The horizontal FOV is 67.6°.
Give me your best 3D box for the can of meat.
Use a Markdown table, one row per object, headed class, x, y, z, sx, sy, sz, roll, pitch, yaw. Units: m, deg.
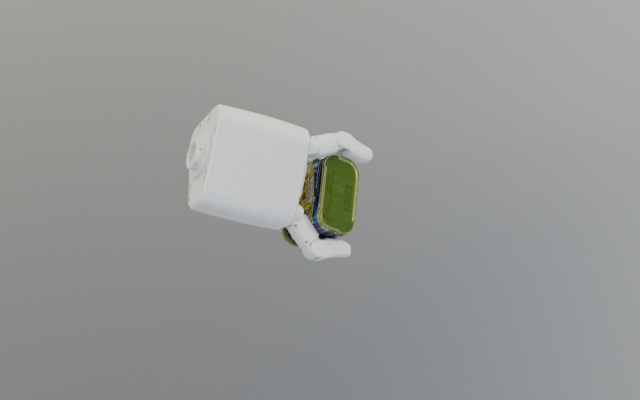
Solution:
| class | x | y | z | sx | sy | sz | roll | pitch | yaw |
| --- | --- | --- | --- | --- | --- | --- | --- | --- | --- |
| can of meat | 0.000 | 0.002 | 0.588 | 0.057 | 0.102 | 0.084 | 18 | -24 | -29 |
